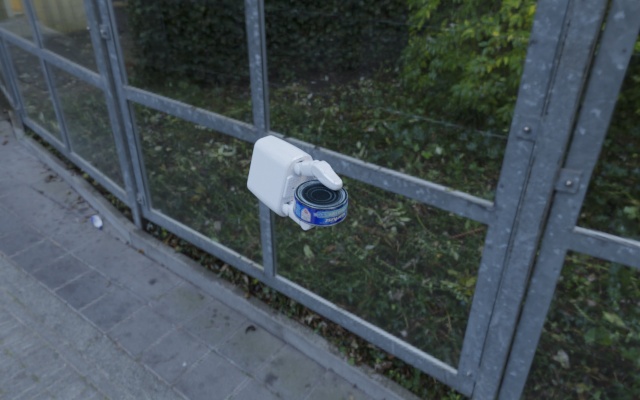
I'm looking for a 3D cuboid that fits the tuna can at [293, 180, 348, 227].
[{"bbox_3d":[0.000,0.002,0.745,0.086,0.034,0.086,4,34,-2],"label":"tuna can"}]
